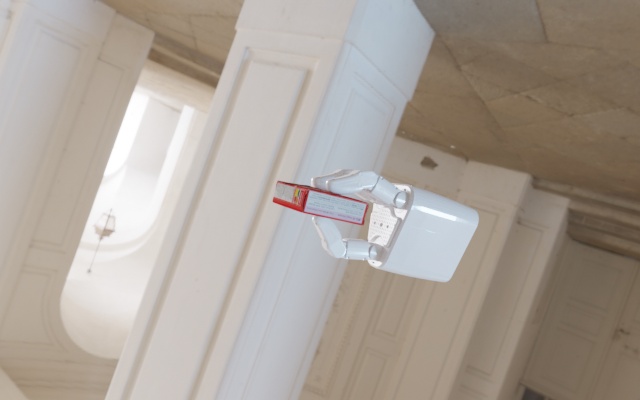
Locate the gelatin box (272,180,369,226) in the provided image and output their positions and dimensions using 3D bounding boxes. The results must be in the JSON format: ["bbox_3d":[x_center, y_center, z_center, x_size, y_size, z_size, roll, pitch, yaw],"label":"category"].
[{"bbox_3d":[0.000,0.002,0.558,0.089,0.030,0.073,12,3,-33],"label":"gelatin box"}]
